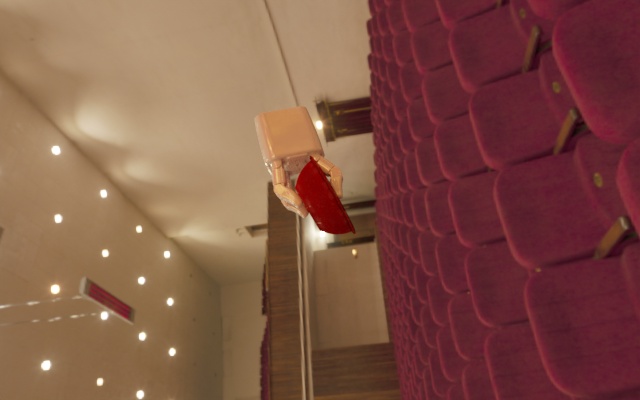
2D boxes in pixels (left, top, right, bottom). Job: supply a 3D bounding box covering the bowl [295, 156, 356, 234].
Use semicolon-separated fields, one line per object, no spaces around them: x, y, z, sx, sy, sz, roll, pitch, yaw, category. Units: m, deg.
0.000;0.004;0.856;0.055;0.162;0.162;-30;1;-2;bowl
